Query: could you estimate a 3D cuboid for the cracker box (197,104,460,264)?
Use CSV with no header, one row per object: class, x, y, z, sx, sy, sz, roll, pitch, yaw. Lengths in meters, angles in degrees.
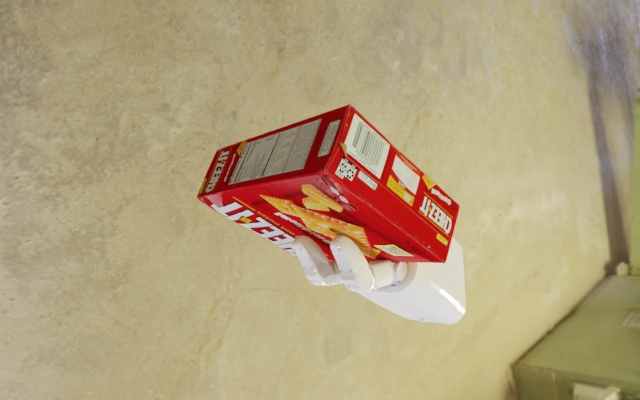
cracker box,0.000,0.001,0.479,0.164,0.072,0.214,36,-27,-32
